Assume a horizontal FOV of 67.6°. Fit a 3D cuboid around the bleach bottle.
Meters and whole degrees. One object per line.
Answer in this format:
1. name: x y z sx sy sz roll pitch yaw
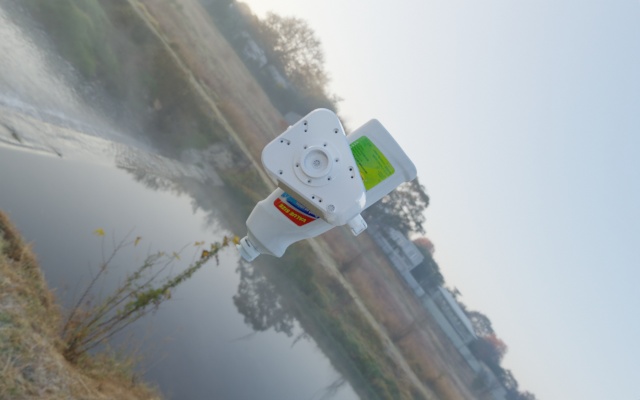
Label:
1. bleach bottle: 0.000 0.002 0.643 0.251 0.102 0.068 -37 -8 0
